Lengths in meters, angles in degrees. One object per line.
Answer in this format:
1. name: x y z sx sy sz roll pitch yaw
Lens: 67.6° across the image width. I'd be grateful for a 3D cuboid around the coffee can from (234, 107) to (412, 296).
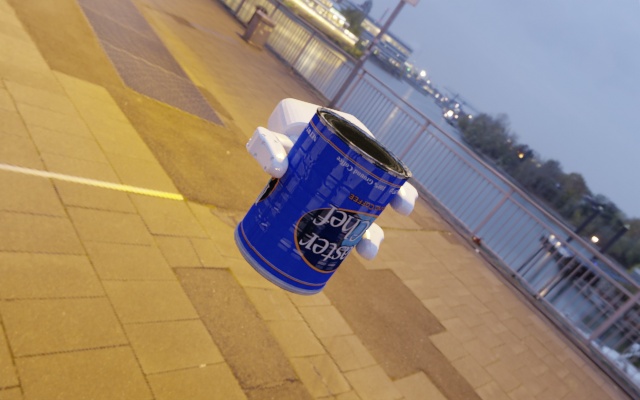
1. coffee can: 0.000 0.002 0.439 0.103 0.140 0.102 32 18 -12
